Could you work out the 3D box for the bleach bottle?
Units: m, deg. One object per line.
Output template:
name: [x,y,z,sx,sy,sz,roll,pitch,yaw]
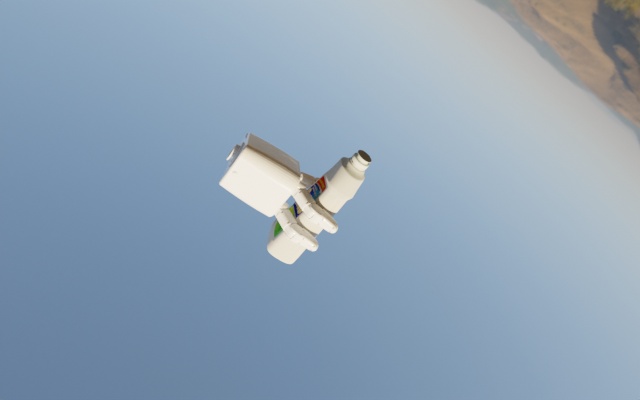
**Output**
bleach bottle: [0.000,0.003,0.837,0.068,0.251,0.102,32,33,-16]
